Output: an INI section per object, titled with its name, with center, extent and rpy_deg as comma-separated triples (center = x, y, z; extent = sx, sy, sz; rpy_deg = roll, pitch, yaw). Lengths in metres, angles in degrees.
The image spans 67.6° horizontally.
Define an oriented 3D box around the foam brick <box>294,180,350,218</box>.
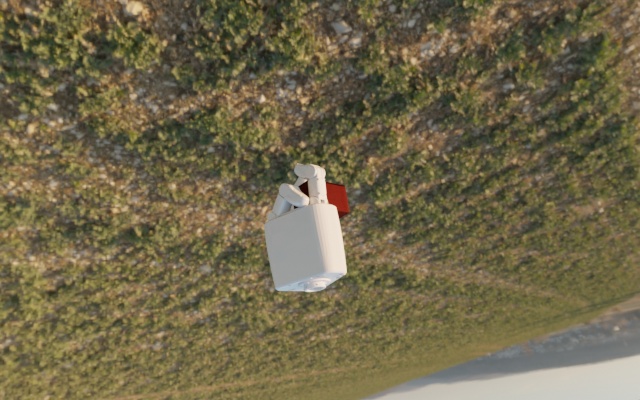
[foam brick]
center = 0.000, 0.002, 0.778
extent = 0.078, 0.051, 0.053
rpy_deg = 9, -30, -41
